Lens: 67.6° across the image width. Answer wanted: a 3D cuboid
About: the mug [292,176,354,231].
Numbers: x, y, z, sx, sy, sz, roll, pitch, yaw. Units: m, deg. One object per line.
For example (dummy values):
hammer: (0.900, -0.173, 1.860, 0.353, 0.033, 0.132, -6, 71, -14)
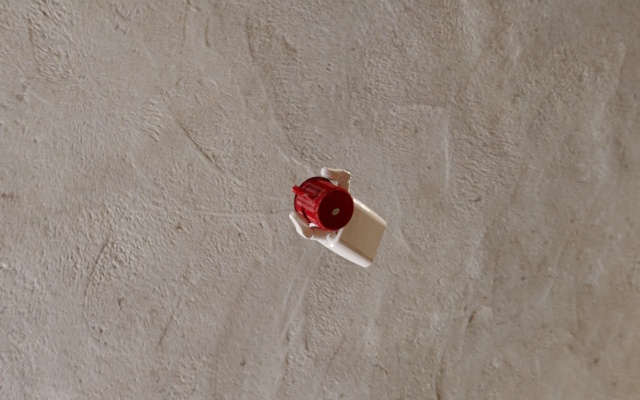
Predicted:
mug: (-0.001, 0.002, 0.872, 0.117, 0.093, 0.081, 31, -2, -31)
